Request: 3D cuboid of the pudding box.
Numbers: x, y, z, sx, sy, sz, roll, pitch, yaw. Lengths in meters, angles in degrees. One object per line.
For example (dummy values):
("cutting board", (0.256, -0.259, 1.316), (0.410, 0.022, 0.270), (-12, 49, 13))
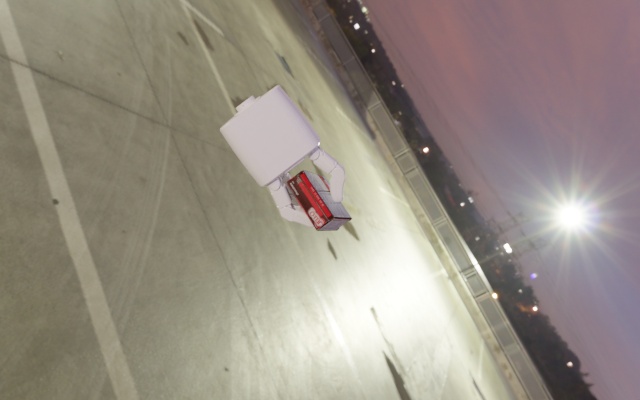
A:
("pudding box", (0.000, 0.002, 0.752), (0.039, 0.090, 0.113), (-36, -13, 15))
